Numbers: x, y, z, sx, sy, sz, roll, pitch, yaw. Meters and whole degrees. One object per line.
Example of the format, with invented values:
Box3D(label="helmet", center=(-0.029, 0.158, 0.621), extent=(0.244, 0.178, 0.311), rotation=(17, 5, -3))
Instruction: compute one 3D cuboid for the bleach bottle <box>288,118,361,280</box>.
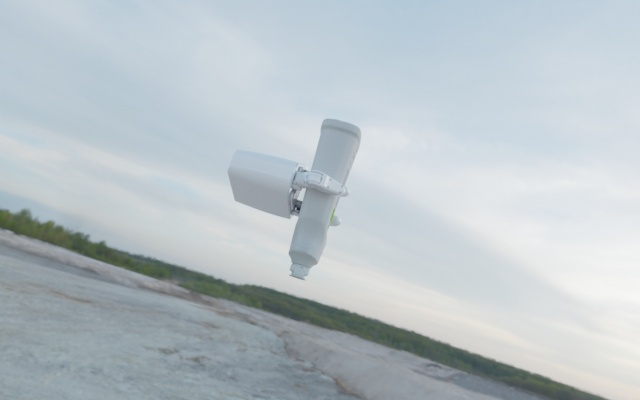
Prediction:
Box3D(label="bleach bottle", center=(0.000, 0.003, 0.767), extent=(0.068, 0.250, 0.102), rotation=(16, -14, 7))
